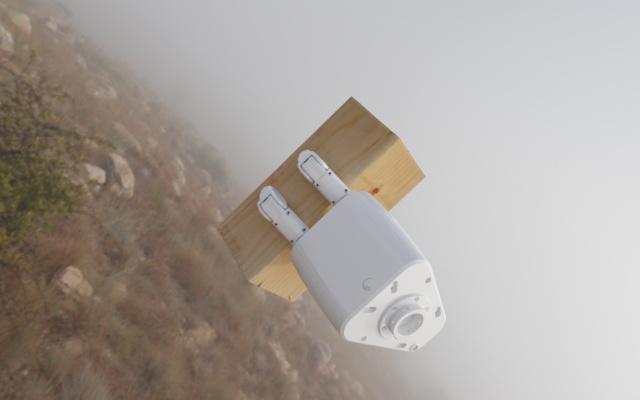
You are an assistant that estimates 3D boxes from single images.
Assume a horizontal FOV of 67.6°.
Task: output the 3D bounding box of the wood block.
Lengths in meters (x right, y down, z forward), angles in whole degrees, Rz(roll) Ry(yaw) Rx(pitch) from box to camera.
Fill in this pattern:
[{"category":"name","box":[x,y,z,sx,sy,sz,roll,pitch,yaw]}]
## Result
[{"category":"wood block","box":[0.001,0.002,0.528,0.090,0.206,0.091,50,6,39]}]
